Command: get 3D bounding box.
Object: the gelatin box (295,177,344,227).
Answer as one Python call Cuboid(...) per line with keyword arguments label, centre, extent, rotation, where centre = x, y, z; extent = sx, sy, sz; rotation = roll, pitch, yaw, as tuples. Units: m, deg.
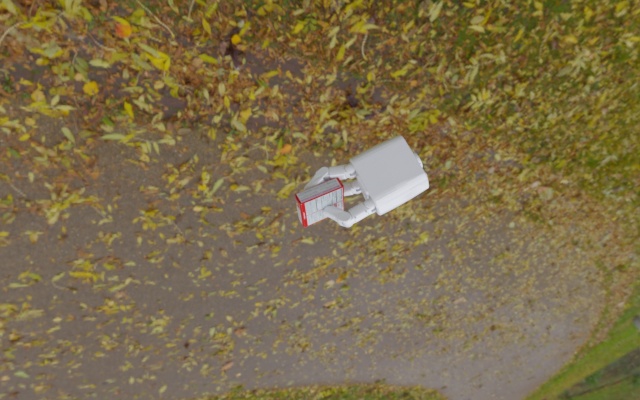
Cuboid(label="gelatin box", centre=(0.000, 0.003, 0.884), extent=(0.089, 0.030, 0.073), rotation=(-23, -36, -13))
